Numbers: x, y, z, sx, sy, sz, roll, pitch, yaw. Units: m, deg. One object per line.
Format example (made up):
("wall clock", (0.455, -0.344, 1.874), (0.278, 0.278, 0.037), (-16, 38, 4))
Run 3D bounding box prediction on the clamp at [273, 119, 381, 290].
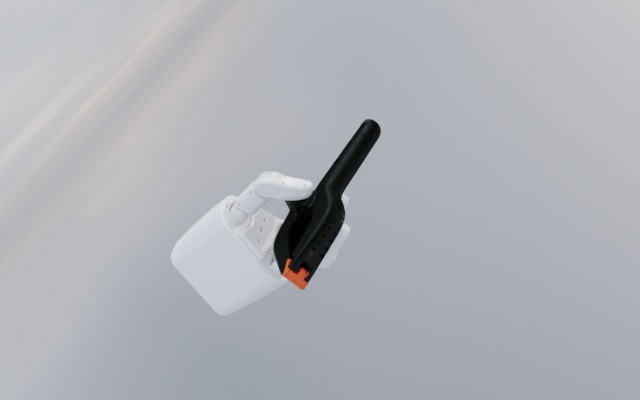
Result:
("clamp", (-0.001, 0.002, 0.521), (0.036, 0.209, 0.164), (40, -59, -22))
